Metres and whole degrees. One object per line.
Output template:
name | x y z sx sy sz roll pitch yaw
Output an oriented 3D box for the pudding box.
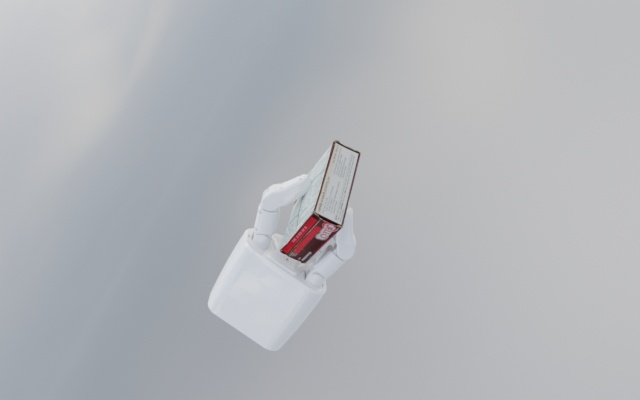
pudding box | 0.000 0.002 0.531 0.039 0.113 0.090 26 -40 -15
